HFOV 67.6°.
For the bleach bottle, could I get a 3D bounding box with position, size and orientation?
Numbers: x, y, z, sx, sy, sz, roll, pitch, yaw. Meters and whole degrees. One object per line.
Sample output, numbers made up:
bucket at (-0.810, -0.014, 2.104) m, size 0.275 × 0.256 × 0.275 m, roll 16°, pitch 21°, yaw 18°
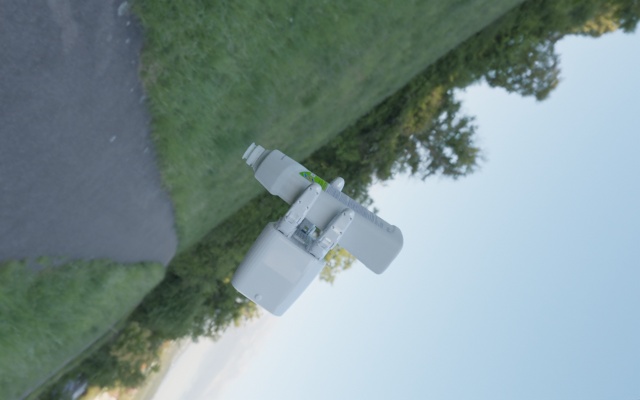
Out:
bleach bottle at (0.000, 0.002, 0.684) m, size 0.251 × 0.068 × 0.102 m, roll 36°, pitch 11°, yaw -3°
